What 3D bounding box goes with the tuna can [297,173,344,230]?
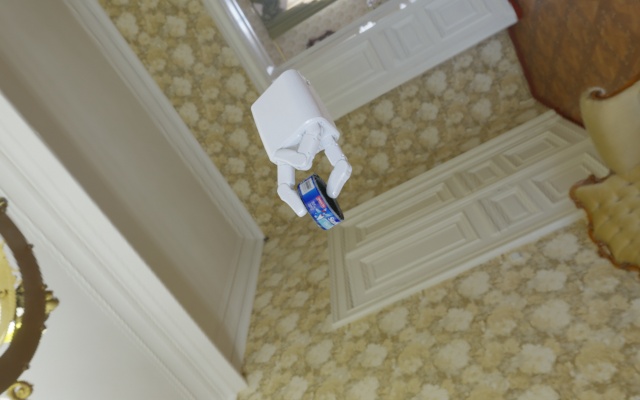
[{"bbox_3d":[0.000,0.003,0.739,0.034,0.086,0.086,-32,-7,11],"label":"tuna can"}]
